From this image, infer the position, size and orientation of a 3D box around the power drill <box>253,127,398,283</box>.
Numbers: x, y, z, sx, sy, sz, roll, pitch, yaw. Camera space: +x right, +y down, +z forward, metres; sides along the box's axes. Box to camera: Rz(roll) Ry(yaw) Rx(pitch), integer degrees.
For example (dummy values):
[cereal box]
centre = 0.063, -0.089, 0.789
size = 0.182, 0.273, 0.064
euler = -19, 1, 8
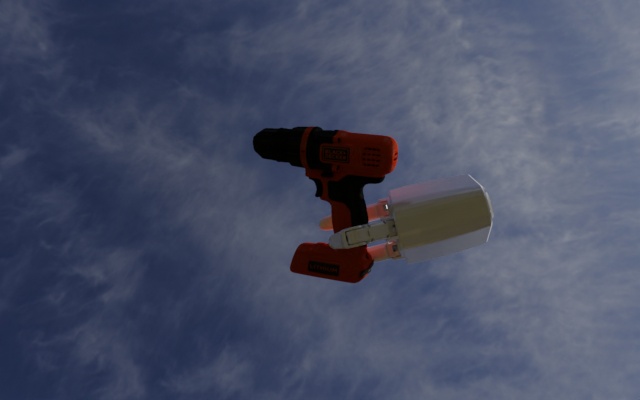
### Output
[power drill]
centre = 0.000, 0.002, 0.599
size = 0.184, 0.188, 0.057
euler = 8, 20, 21
